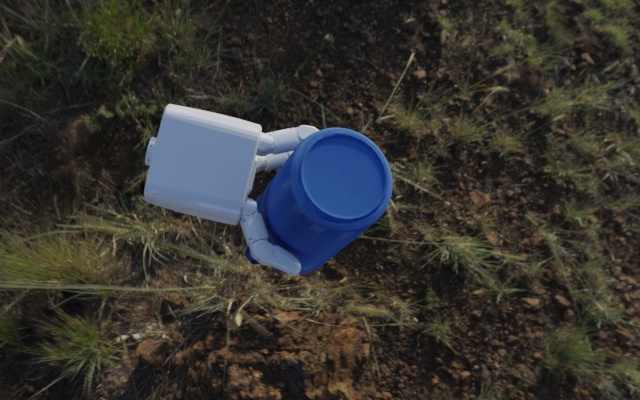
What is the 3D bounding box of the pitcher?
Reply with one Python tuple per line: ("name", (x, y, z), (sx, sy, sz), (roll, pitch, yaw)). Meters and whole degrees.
("pitcher", (0.000, 0.002, 0.575), (0.145, 0.149, 0.243), (13, -18, -12))
